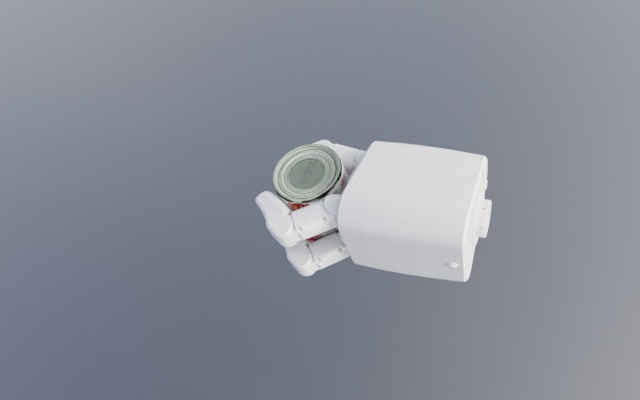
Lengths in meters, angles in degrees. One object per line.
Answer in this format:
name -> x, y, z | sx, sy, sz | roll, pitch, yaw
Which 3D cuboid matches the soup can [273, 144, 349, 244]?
soup can -> 0.000, 0.001, 0.472 | 0.068, 0.068, 0.102 | 0, -33, 18
